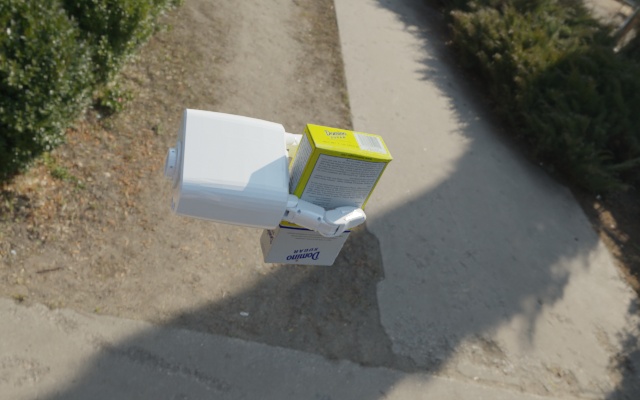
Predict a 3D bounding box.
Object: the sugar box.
[{"bbox_3d":[0.000,0.001,0.542,0.093,0.048,0.176,6,-47,-26],"label":"sugar box"}]
